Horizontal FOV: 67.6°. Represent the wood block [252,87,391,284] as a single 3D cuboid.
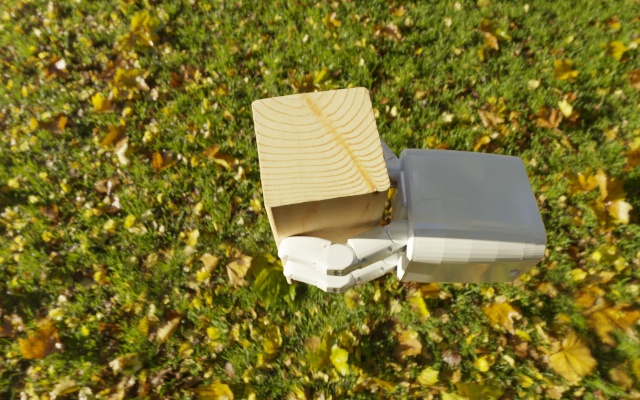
[{"bbox_3d":[0.000,0.001,0.433,0.090,0.090,0.206,-8,-24,-3],"label":"wood block"}]
